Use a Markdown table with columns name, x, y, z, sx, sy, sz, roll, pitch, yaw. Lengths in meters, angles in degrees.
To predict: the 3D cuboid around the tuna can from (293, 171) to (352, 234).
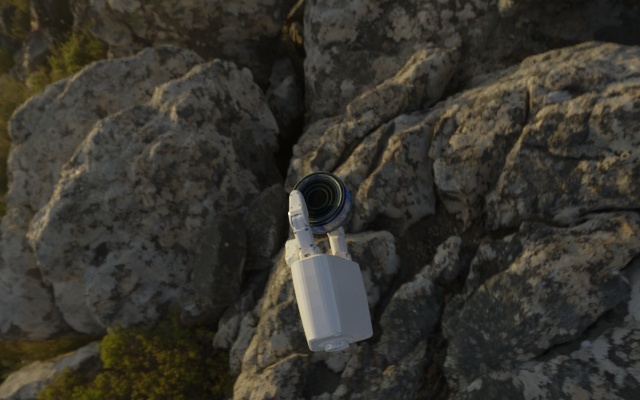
| name | x | y | z | sx | sy | sz | roll | pitch | yaw |
| --- | --- | --- | --- | --- | --- | --- | --- | --- | --- |
| tuna can | 0.000 | 0.002 | 0.683 | 0.086 | 0.086 | 0.034 | 0 | -22 | 22 |
